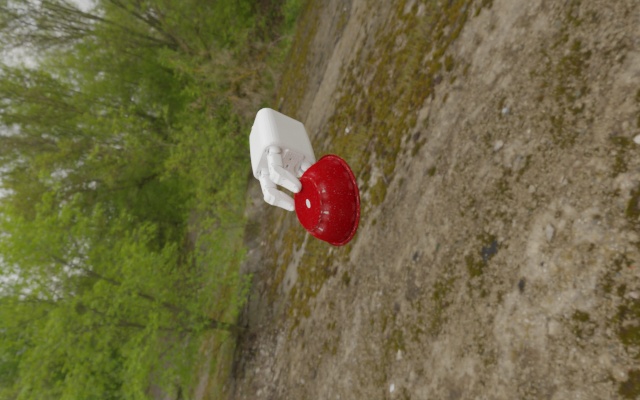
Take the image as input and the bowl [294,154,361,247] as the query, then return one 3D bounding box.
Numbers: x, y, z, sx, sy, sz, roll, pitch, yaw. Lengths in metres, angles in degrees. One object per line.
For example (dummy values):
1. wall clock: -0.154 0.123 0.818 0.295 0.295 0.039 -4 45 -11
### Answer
1. bowl: 0.000 0.003 0.815 0.055 0.162 0.162 -7 4 -32
